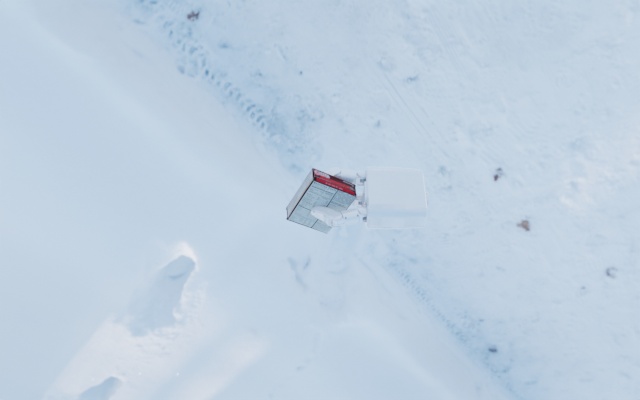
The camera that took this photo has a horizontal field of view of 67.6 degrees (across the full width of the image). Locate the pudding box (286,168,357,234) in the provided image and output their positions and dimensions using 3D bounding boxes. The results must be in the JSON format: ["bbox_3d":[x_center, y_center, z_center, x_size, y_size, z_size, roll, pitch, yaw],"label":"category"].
[{"bbox_3d":[0.000,0.003,0.872,0.090,0.113,0.039,21,37,-19],"label":"pudding box"}]
